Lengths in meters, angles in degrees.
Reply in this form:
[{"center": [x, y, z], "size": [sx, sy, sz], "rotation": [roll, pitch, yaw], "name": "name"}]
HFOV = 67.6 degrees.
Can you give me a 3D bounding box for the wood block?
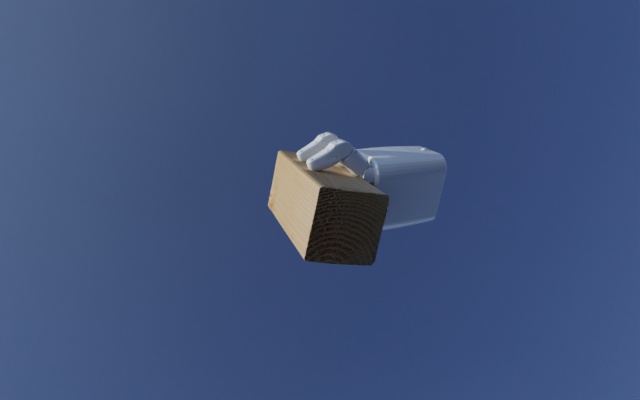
[{"center": [0.000, 0.002, 0.635], "size": [0.090, 0.091, 0.206], "rotation": [6, 14, -20], "name": "wood block"}]
